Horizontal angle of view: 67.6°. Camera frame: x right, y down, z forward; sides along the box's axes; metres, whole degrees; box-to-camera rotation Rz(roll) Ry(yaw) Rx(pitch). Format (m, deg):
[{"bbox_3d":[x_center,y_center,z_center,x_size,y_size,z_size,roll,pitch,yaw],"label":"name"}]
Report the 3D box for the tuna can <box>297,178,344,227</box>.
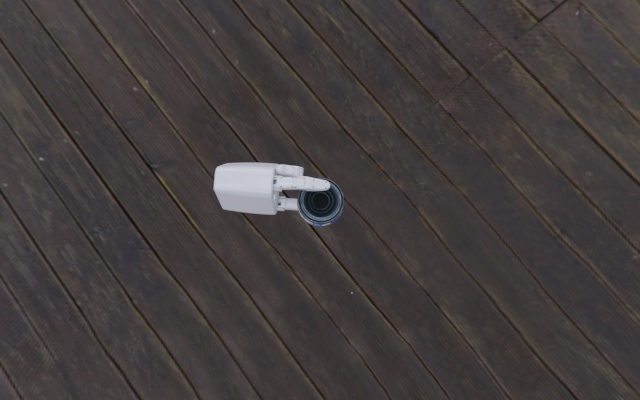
[{"bbox_3d":[0.000,0.003,0.866,0.086,0.086,0.034,0,-10,-2],"label":"tuna can"}]
